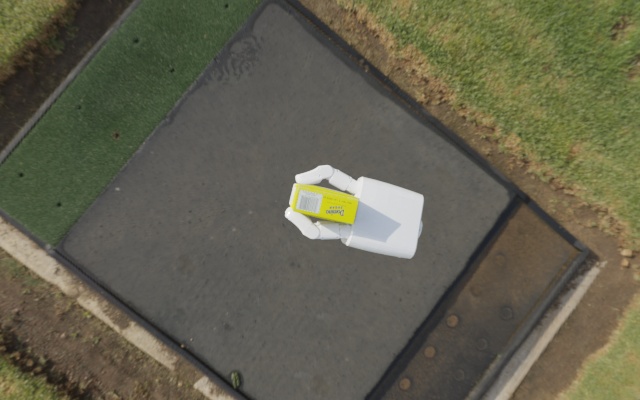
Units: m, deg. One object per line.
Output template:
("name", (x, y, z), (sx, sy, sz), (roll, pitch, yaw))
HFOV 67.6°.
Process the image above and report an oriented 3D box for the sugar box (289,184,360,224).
("sugar box", (0.000, 0.003, 0.760), (0.093, 0.048, 0.176), (13, -1, -5))
